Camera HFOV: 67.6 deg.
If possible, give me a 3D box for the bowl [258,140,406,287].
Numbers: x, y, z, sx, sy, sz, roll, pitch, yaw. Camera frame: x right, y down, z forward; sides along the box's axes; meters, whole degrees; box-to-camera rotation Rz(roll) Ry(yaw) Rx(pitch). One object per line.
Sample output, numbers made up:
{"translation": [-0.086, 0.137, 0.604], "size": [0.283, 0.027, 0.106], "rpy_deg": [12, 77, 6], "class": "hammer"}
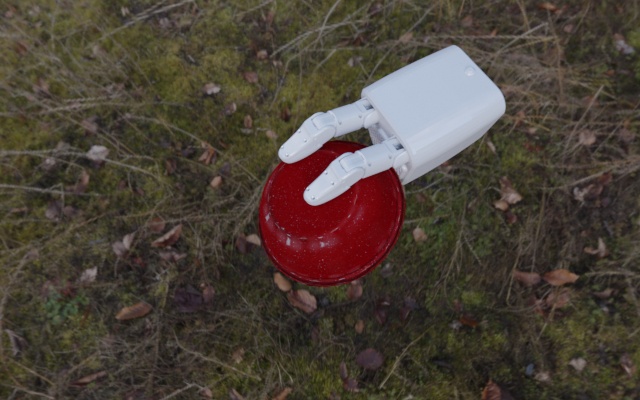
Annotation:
{"translation": [-0.001, 0.002, 0.478], "size": [0.162, 0.162, 0.055], "rpy_deg": [0, -19, 20], "class": "bowl"}
